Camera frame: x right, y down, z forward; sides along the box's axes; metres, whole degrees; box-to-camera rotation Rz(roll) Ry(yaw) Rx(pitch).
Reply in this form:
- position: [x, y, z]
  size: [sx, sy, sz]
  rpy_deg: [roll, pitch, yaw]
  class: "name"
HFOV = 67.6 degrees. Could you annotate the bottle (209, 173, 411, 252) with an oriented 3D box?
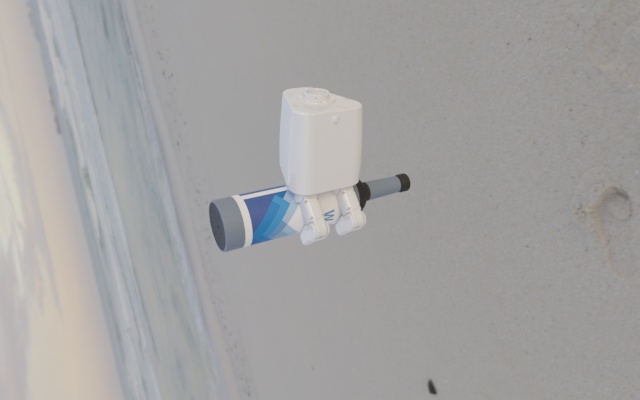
- position: [0.000, 0.002, 0.657]
  size: [0.295, 0.069, 0.069]
  rpy_deg: [-13, 6, -27]
  class: "bottle"
